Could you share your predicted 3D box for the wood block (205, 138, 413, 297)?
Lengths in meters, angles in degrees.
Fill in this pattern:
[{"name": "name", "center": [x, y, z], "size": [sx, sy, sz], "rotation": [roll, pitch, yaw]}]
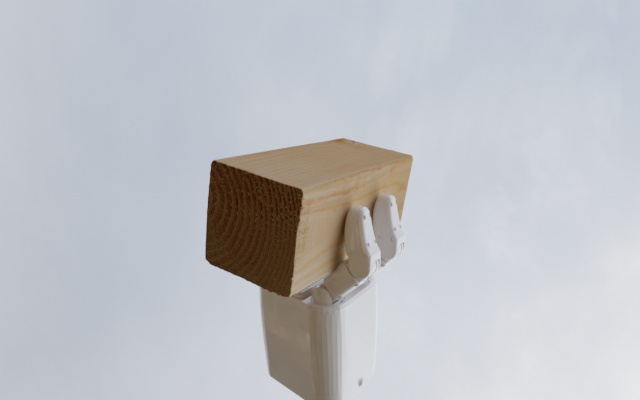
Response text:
[{"name": "wood block", "center": [0.000, 0.002, 0.448], "size": [0.091, 0.090, 0.206], "rotation": [17, 20, 28]}]
